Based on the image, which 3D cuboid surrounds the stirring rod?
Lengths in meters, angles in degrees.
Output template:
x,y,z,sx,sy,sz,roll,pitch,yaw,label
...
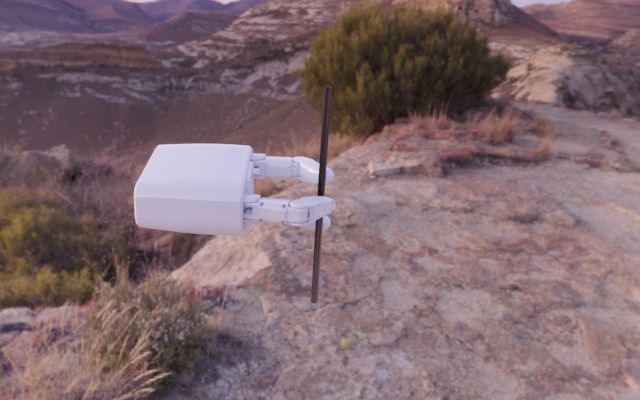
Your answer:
x,y,z,sx,sy,sz,roll,pitch,yaw,label
0.000,0.002,0.513,0.011,0.239,0.011,3,17,-1,stirring rod
